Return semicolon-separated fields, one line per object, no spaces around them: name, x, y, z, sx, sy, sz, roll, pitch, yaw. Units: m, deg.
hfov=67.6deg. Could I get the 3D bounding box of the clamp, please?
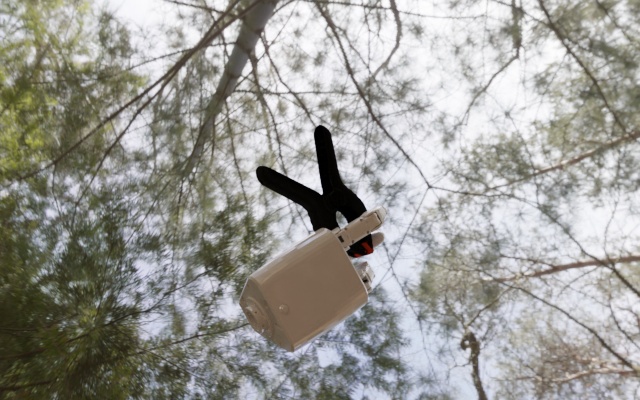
clamp;0.000;0.002;0.575;0.120;0.171;0.039;-29;0;-29
